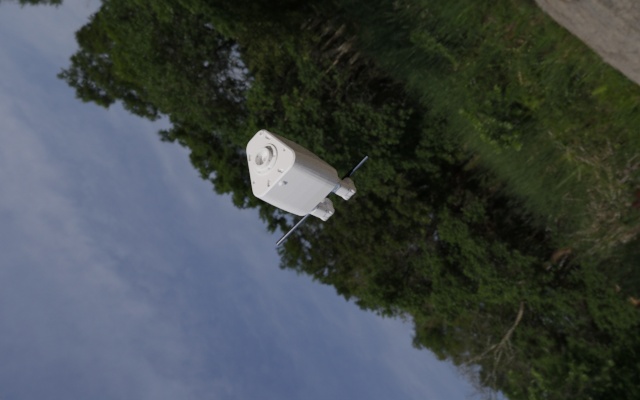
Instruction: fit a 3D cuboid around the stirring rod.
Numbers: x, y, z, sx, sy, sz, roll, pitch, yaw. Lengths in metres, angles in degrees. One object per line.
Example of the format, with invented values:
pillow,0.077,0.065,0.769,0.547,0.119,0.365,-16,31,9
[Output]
stirring rod,0.000,0.003,0.866,0.239,0.011,0.011,-44,-17,18
